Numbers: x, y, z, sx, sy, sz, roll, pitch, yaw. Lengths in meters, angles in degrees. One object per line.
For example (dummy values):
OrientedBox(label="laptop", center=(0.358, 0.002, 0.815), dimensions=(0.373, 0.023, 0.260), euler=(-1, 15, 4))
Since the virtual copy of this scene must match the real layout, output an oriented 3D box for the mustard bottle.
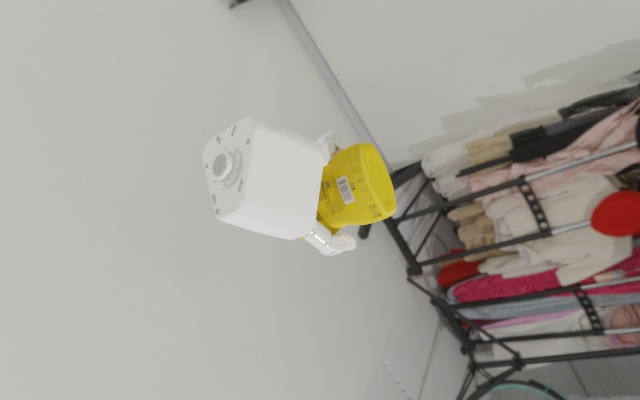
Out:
OrientedBox(label="mustard bottle", center=(0.001, 0.002, 0.624), dimensions=(0.192, 0.096, 0.058), euler=(-23, -3, 37))
